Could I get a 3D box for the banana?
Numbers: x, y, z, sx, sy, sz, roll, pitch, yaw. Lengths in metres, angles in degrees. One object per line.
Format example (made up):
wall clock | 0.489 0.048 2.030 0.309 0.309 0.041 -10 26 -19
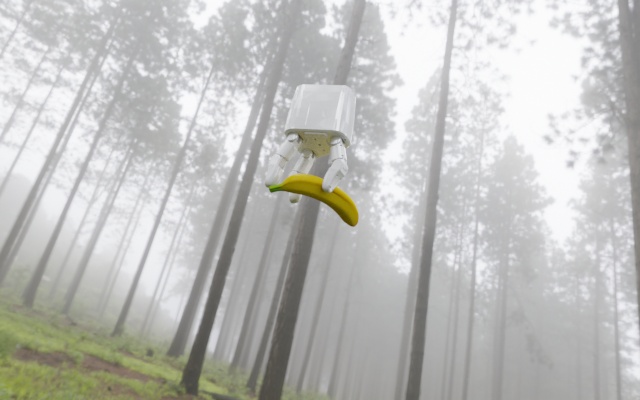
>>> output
banana | 0.009 -0.004 0.842 0.198 0.037 0.070 26 -32 -31
